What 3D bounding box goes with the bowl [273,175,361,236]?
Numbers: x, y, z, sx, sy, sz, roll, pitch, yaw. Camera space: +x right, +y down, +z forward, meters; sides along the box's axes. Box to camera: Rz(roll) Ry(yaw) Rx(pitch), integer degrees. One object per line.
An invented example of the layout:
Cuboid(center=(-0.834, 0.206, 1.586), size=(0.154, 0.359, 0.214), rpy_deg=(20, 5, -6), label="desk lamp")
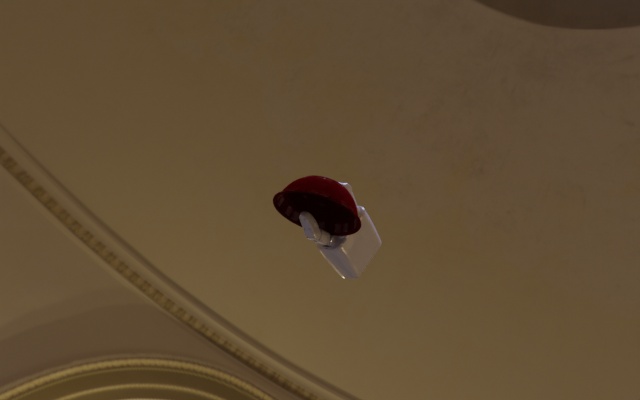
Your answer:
Cuboid(center=(0.000, 0.002, 0.844), size=(0.162, 0.055, 0.162), rpy_deg=(15, -25, 7), label="bowl")
